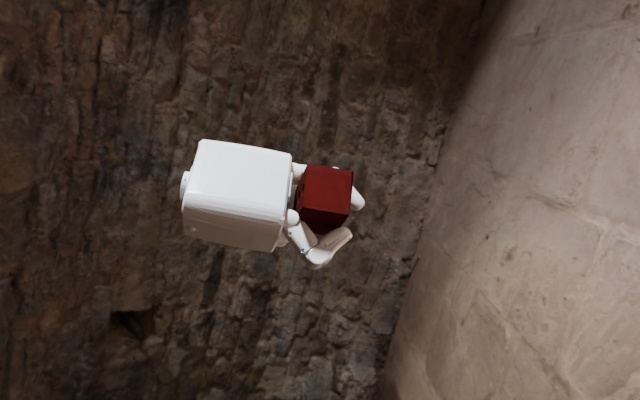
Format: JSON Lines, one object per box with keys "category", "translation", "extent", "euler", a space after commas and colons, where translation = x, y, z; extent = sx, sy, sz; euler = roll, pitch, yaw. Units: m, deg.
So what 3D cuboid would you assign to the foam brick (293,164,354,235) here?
{"category": "foam brick", "translation": [0.000, 0.002, 0.530], "extent": [0.051, 0.053, 0.078], "euler": [11, -24, -9]}
